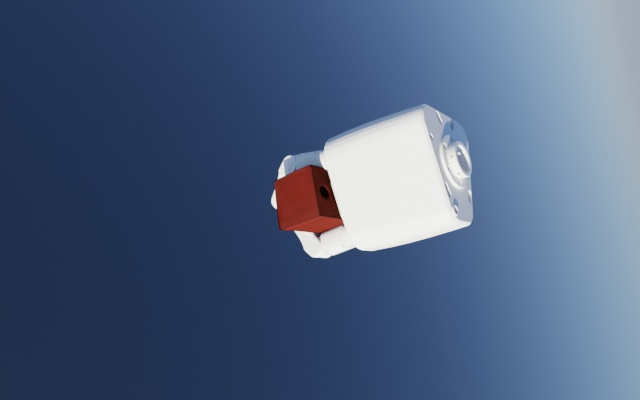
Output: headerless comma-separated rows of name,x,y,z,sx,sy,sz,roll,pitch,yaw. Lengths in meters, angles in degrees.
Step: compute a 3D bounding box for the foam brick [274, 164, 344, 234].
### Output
foam brick,0.000,0.002,0.479,0.051,0.053,0.078,-21,-20,37
